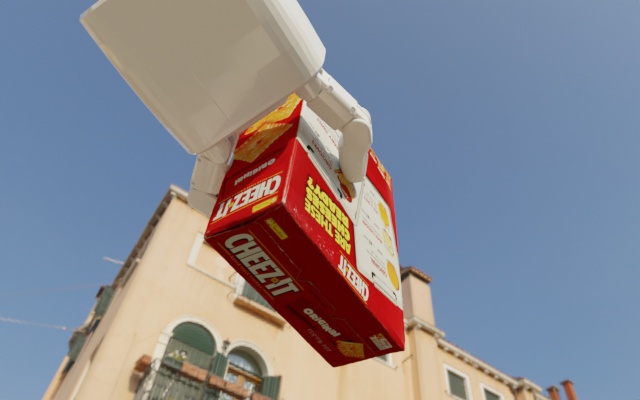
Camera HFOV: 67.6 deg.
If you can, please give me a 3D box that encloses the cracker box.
[{"bbox_3d":[0.000,0.001,0.403,0.072,0.164,0.213,-24,33,23],"label":"cracker box"}]
